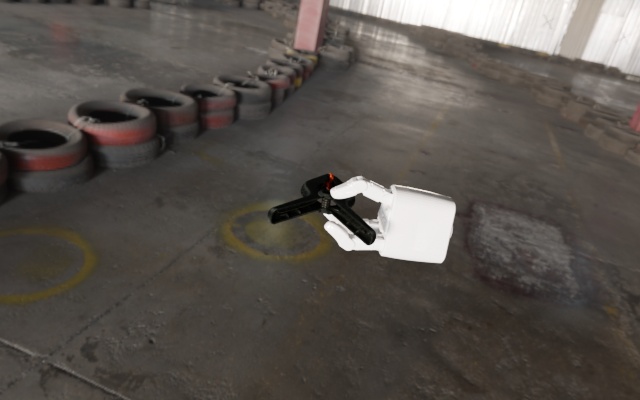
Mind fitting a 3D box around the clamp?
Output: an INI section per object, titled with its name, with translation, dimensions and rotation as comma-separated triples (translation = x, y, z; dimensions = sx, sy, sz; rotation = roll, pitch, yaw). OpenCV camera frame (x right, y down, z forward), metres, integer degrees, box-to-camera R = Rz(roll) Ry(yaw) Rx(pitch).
[clamp]
translation = 0.001, 0.002, 0.787
dimensions = 0.164, 0.036, 0.210
rotation = 11, 24, -7
